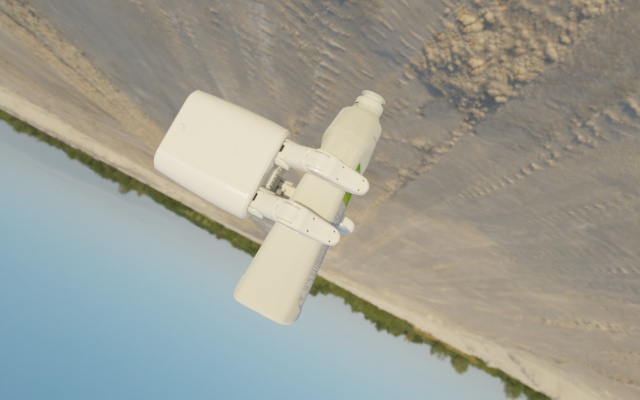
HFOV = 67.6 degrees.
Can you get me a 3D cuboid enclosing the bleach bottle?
[{"bbox_3d":[0.000,0.002,0.502,0.068,0.251,0.102,27,-8,7],"label":"bleach bottle"}]
